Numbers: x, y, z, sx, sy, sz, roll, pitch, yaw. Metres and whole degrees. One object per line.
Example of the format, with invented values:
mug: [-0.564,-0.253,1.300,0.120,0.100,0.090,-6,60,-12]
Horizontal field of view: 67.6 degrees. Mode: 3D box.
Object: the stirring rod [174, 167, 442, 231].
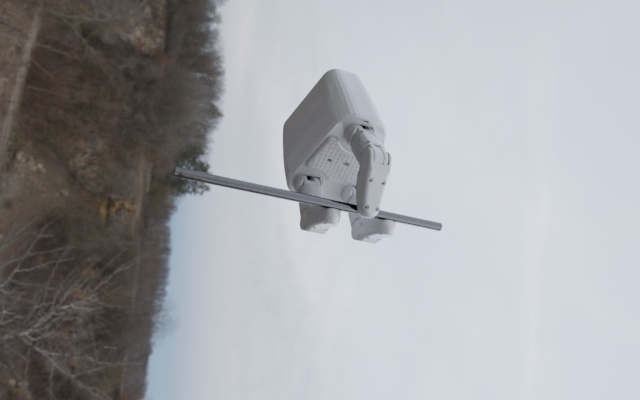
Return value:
stirring rod: [0.000,0.001,0.404,0.239,0.011,0.011,12,-4,-20]
